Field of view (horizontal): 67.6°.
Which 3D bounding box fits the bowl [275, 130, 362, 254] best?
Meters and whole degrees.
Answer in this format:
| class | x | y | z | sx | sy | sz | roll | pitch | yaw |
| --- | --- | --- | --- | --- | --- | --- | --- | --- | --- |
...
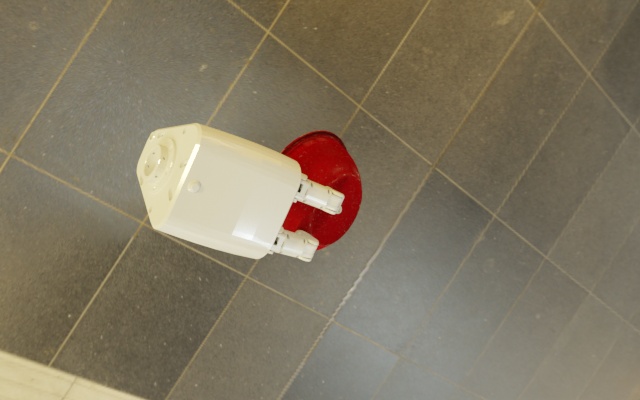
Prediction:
| class | x | y | z | sx | sy | sz | roll | pitch | yaw |
| --- | --- | --- | --- | --- | --- | --- | --- | --- | --- |
| bowl | 0.001 | 0.002 | 0.569 | 0.055 | 0.162 | 0.162 | 28 | 17 | 34 |
